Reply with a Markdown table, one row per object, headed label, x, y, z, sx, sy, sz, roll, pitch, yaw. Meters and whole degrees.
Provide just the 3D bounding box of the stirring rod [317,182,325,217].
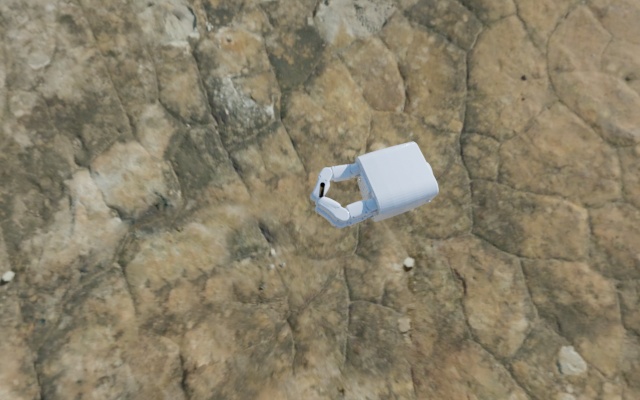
| label | x | y | z | sx | sy | sz | roll | pitch | yaw |
| --- | --- | --- | --- | --- | --- | --- | --- | --- | --- |
| stirring rod | 0.000 | 0.003 | 0.818 | 0.011 | 0.011 | 0.239 | 0 | -12 | -1 |
